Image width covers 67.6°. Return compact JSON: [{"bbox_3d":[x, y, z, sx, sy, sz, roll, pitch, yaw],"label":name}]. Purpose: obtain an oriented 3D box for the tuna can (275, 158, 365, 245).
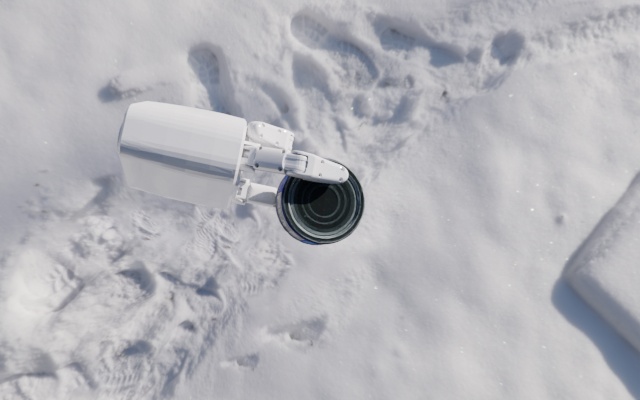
[{"bbox_3d":[0.000,0.002,0.474,0.086,0.086,0.034,0,-5,-16],"label":"tuna can"}]
